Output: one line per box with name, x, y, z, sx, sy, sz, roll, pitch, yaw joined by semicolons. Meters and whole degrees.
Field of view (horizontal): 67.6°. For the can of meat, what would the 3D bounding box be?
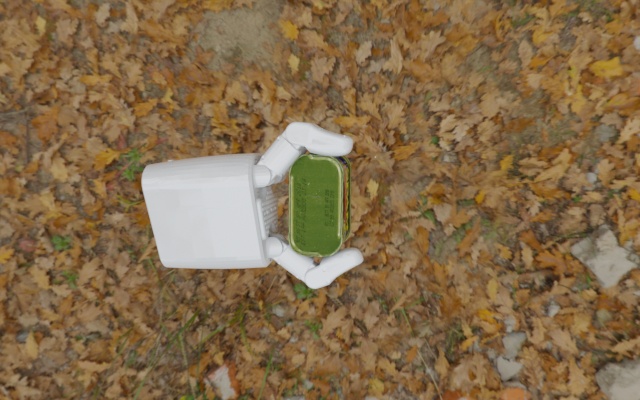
can of meat;0.000;0.002;0.479;0.057;0.102;0.084;1;5;7
